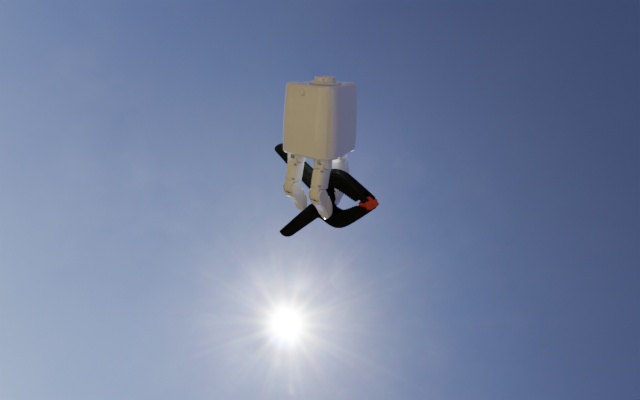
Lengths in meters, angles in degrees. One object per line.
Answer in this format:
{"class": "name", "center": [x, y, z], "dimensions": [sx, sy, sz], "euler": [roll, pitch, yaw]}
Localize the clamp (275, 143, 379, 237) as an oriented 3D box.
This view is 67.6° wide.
{"class": "clamp", "center": [0.001, 0.002, 0.780], "dimensions": [0.210, 0.165, 0.036], "euler": [17, 24, 39]}
